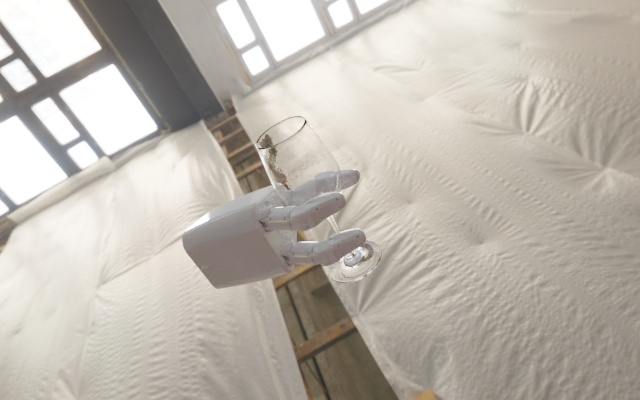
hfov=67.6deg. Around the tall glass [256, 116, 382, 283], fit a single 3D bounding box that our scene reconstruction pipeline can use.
[{"bbox_3d":[0.001,0.002,0.561,0.079,0.201,0.079,-22,30,13],"label":"tall glass"}]
